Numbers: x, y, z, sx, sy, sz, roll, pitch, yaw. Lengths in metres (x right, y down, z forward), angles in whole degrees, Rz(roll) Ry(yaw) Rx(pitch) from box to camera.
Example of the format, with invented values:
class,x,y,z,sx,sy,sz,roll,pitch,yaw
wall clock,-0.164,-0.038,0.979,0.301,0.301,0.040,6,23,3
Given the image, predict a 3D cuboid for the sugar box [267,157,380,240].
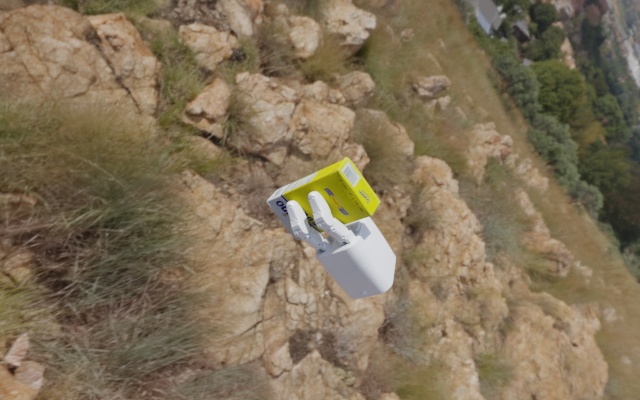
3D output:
class,x,y,z,sx,sy,sz,roll,pitch,yaw
sugar box,0.000,0.003,0.780,0.176,0.093,0.048,-24,20,41
